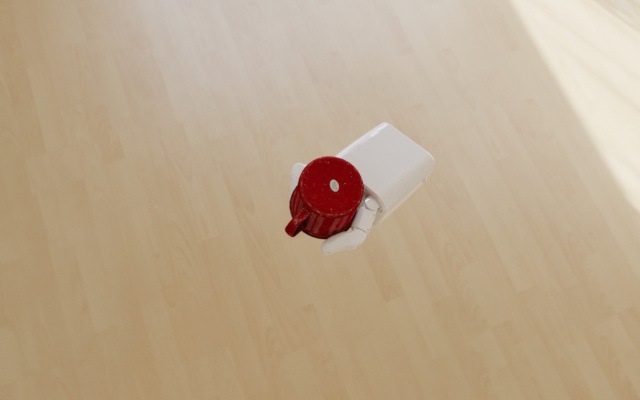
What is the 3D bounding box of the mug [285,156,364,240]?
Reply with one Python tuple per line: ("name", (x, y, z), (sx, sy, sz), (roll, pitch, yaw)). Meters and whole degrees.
("mug", (-0.001, 0.003, 0.606), (0.117, 0.093, 0.081), (-39, -10, -18))
